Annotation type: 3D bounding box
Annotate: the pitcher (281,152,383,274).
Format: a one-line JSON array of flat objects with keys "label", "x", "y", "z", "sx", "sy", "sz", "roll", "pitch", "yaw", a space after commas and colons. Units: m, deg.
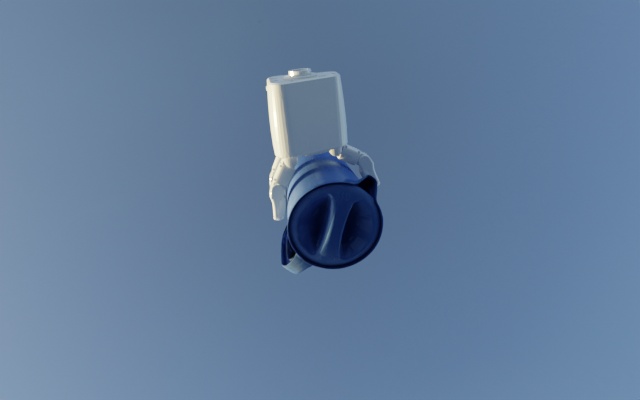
[{"label": "pitcher", "x": 0.000, "y": 0.002, "z": 0.760, "sx": 0.149, "sy": 0.145, "sz": 0.242, "roll": -8, "pitch": 22, "yaw": -4}]
